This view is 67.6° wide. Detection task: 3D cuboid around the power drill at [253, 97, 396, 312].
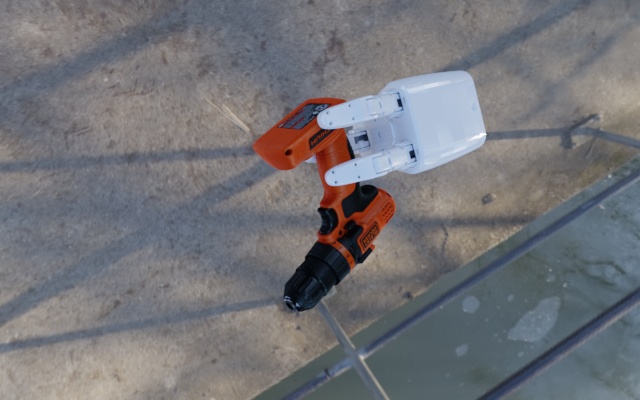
[{"bbox_3d":[0.000,0.001,0.508,0.057,0.188,0.184,12,47,40],"label":"power drill"}]
